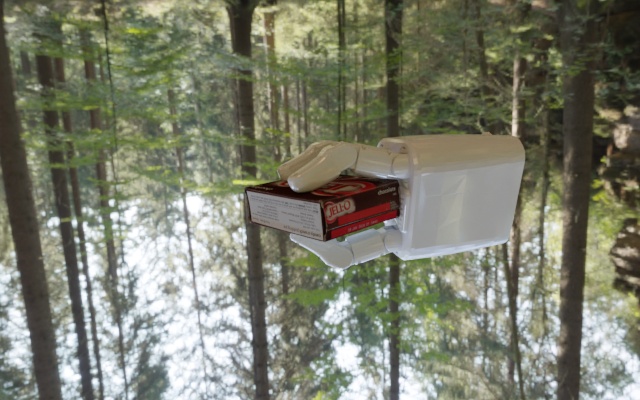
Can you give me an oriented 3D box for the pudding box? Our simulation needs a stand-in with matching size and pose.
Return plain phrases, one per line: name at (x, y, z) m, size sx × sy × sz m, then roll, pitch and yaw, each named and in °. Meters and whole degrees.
pudding box at (0.000, 0.002, 0.426) m, size 0.090 × 0.039 × 0.113 m, roll -14°, pitch 13°, yaw -39°
